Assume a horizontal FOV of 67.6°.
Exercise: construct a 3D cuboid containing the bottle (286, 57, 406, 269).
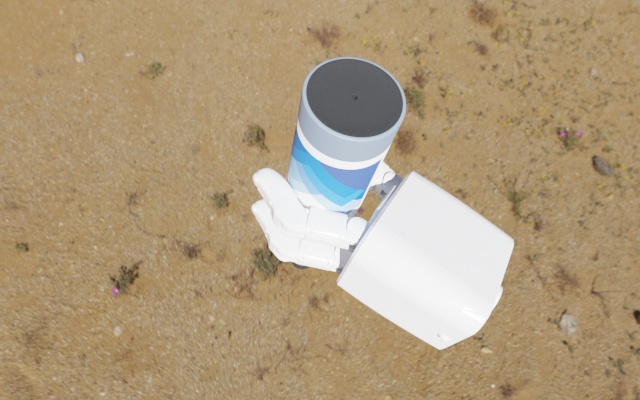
[{"bbox_3d":[0.000,0.001,0.427,0.069,0.069,0.296,0,-27,-9],"label":"bottle"}]
